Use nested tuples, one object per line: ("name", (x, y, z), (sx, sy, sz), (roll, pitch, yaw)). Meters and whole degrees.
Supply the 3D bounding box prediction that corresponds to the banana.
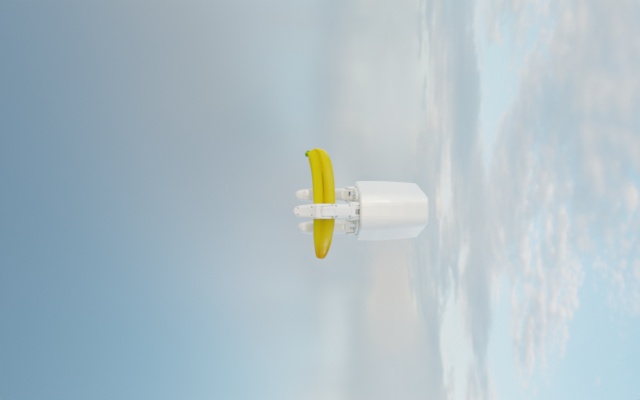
("banana", (0.003, -0.008, 0.768), (0.037, 0.197, 0.070), (0, -24, -10))
